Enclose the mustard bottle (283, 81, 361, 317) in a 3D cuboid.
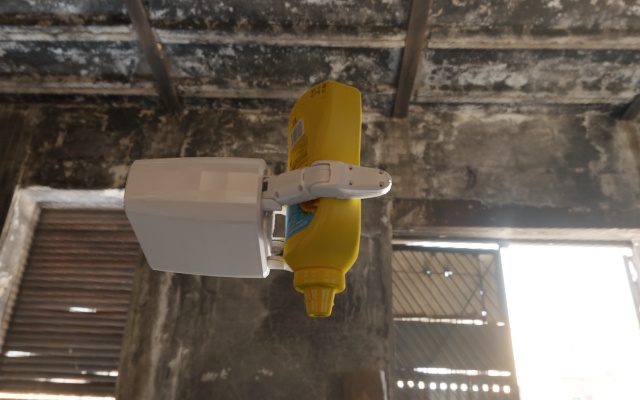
[{"bbox_3d":[0.000,0.001,0.408,0.058,0.191,0.096,12,-26,-22],"label":"mustard bottle"}]
